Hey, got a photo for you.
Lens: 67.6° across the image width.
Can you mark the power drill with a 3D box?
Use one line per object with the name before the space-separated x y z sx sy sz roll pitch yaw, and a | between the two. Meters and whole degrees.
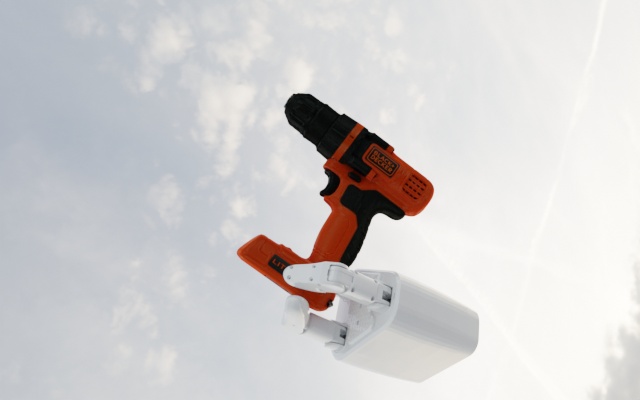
power drill | 0.000 0.002 0.488 0.184 0.187 0.057 36 -12 1
